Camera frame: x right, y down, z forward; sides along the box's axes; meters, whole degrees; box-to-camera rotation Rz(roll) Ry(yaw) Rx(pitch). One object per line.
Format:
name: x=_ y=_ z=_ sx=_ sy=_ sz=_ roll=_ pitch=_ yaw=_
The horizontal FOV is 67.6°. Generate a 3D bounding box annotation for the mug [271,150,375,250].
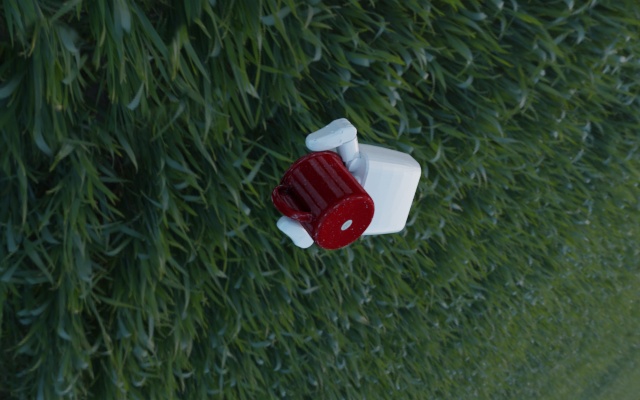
mug: x=-0.001 y=0.002 z=0.544 sx=0.117 sy=0.093 sz=0.081 roll=1 pitch=37 yaw=-38
